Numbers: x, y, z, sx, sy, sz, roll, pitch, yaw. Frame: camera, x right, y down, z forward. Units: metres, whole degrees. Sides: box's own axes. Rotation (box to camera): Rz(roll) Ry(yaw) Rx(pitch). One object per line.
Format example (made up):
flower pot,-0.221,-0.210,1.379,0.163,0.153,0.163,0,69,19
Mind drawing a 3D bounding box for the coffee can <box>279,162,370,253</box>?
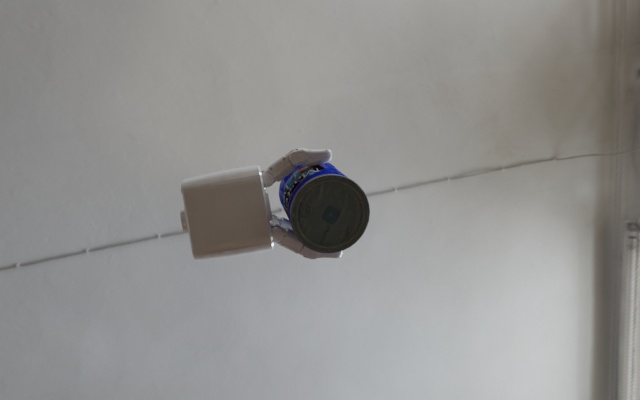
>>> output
coffee can,0.000,0.002,0.664,0.103,0.103,0.140,0,13,-11
